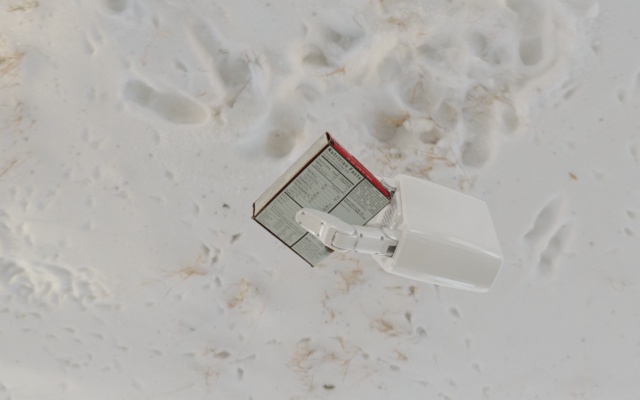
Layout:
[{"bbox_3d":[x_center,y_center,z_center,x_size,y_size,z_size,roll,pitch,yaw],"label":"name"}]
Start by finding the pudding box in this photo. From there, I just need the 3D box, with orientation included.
[{"bbox_3d":[0.000,0.002,0.481,0.090,0.113,0.039,42,15,-19],"label":"pudding box"}]
